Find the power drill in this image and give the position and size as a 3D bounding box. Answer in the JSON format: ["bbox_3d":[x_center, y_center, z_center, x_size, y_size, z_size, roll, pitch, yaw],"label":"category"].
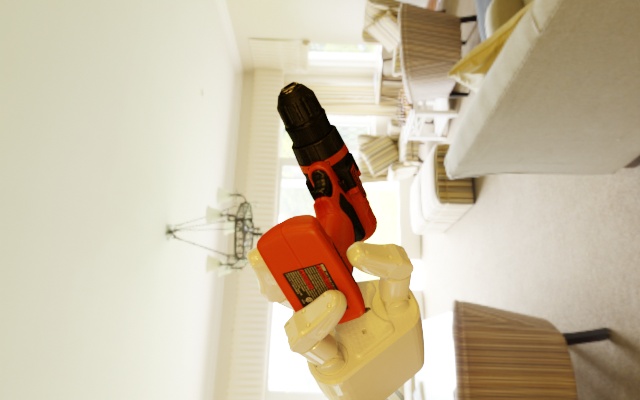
[{"bbox_3d":[0.000,0.002,0.429,0.057,0.184,0.187,-19,28,21],"label":"power drill"}]
